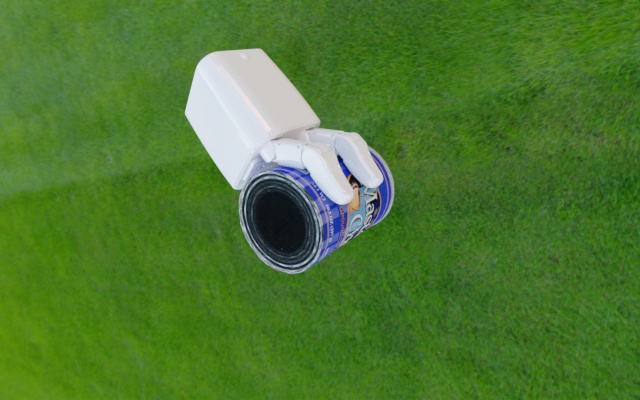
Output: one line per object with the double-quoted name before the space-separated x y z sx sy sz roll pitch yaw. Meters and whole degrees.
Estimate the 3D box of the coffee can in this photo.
"coffee can" 0.000 0.002 0.502 0.103 0.103 0.140 0 17 37
